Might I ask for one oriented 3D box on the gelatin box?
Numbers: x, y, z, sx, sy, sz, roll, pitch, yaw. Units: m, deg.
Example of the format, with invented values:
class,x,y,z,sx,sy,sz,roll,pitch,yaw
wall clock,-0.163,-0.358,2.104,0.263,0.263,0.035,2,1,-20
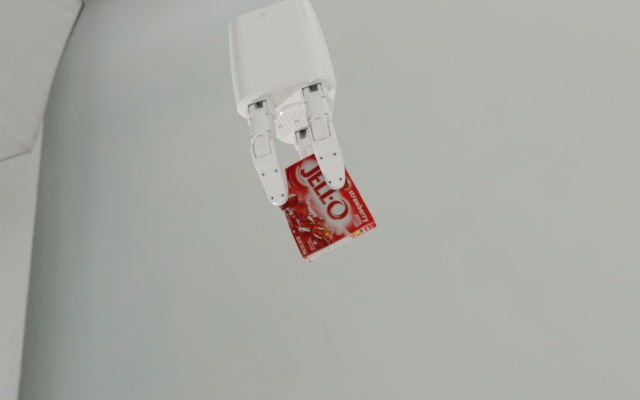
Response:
class,x,y,z,sx,sy,sz,roll,pitch,yaw
gelatin box,0.000,0.002,0.449,0.073,0.089,0.030,-28,-19,4
